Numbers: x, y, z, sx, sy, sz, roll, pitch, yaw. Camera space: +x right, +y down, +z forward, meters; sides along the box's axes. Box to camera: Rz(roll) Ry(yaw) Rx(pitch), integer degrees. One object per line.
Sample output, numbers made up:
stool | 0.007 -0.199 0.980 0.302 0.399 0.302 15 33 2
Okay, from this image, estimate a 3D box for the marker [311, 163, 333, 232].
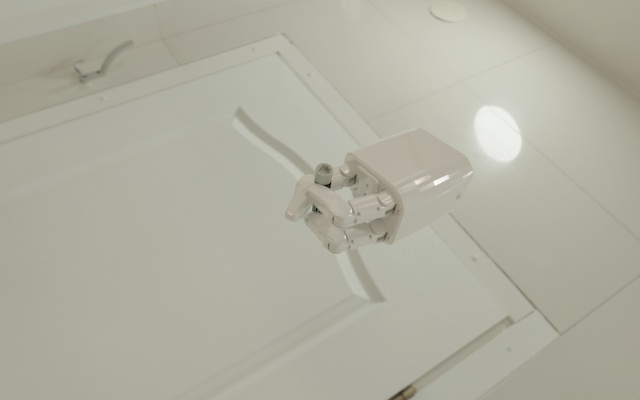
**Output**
marker | 0.000 0.002 0.551 0.020 0.020 0.121 0 -35 -5
